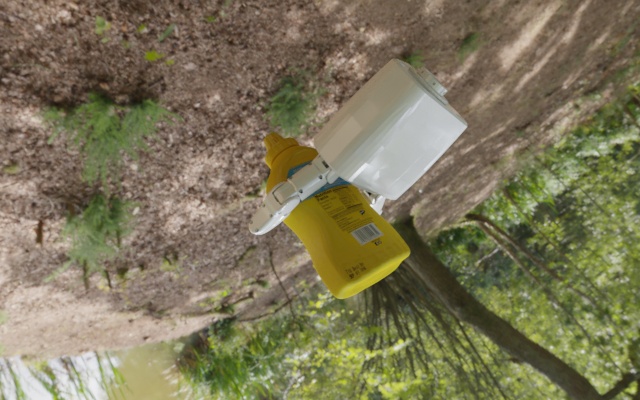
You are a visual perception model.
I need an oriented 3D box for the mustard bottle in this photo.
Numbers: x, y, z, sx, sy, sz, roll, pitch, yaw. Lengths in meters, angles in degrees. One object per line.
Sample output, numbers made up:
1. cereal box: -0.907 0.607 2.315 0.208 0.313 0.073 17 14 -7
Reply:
1. mustard bottle: 0.000 0.002 0.489 0.096 0.191 0.058 -20 -26 -39
